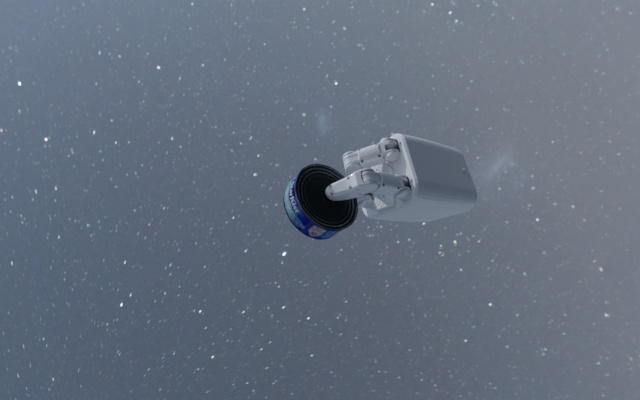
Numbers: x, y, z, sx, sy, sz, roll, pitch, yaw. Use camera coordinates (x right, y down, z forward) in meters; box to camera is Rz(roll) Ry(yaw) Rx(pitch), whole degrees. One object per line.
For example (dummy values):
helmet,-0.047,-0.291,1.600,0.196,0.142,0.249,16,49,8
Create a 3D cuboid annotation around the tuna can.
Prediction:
tuna can,0.000,0.002,0.562,0.086,0.086,0.034,0,-26,-35
